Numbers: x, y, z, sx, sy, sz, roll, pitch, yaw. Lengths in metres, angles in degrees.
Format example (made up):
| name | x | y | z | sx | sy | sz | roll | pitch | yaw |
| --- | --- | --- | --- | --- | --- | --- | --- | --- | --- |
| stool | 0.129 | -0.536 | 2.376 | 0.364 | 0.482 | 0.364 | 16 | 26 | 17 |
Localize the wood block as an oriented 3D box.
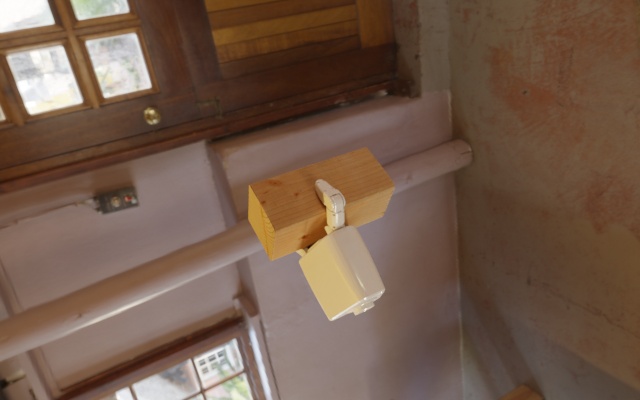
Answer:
| name | x | y | z | sx | sy | sz | roll | pitch | yaw |
| --- | --- | --- | --- | --- | --- | --- | --- | --- | --- |
| wood block | 0.000 | 0.003 | 0.748 | 0.206 | 0.090 | 0.091 | -20 | -31 | -23 |
